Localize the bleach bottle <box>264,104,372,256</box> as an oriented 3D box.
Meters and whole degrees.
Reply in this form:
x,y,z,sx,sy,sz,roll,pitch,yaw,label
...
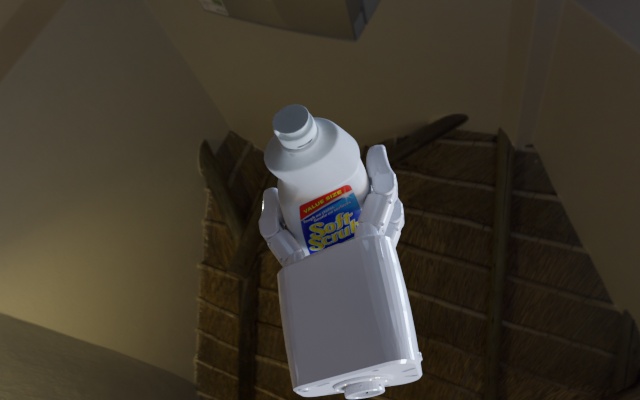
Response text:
x,y,z,sx,sy,sz,roll,pitch,yaw,label
0.000,0.001,0.462,0.102,0.068,0.251,-14,-32,8,bleach bottle
